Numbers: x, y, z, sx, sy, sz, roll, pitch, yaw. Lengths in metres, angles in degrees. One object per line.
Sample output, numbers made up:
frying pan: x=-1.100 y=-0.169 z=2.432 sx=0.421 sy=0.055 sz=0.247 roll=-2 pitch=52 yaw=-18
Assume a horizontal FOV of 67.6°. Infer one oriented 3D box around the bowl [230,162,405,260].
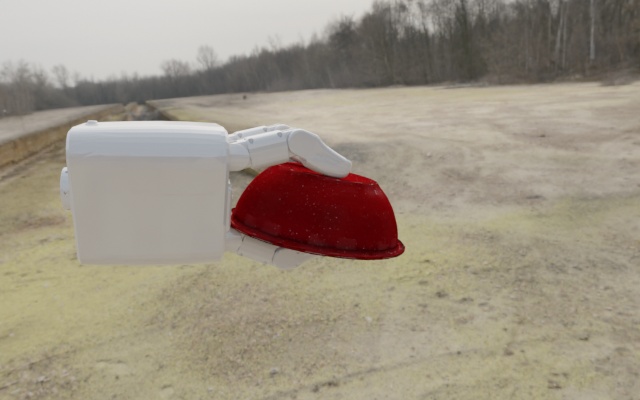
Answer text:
bowl: x=0.001 y=0.001 z=0.422 sx=0.162 sy=0.055 sz=0.162 roll=11 pitch=9 yaw=-2
